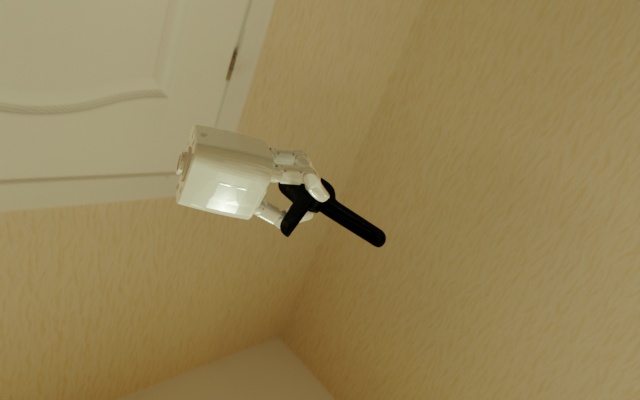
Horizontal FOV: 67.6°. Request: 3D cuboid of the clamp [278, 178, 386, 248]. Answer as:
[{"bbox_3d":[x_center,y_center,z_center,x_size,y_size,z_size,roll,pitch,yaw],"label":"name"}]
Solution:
[{"bbox_3d":[-0.001,0.003,0.725,0.164,0.036,0.209,14,26,-24],"label":"clamp"}]
